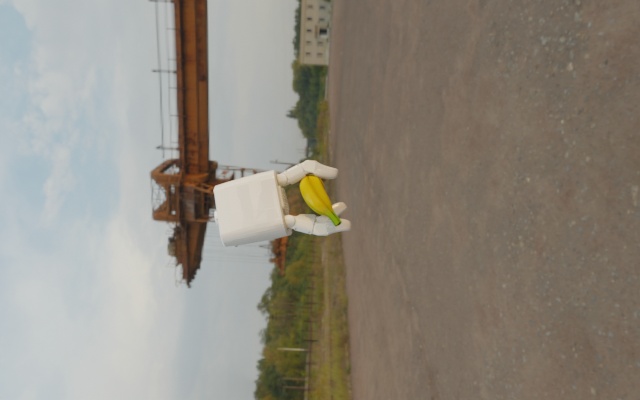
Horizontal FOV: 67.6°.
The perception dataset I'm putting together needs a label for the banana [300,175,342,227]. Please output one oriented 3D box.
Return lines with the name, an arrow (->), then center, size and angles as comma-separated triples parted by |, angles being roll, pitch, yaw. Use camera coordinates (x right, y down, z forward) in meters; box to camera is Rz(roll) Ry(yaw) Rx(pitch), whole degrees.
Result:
banana -> -0.008, -0.012, 0.798 | 0.037, 0.070, 0.197 | -29, 18, 3
